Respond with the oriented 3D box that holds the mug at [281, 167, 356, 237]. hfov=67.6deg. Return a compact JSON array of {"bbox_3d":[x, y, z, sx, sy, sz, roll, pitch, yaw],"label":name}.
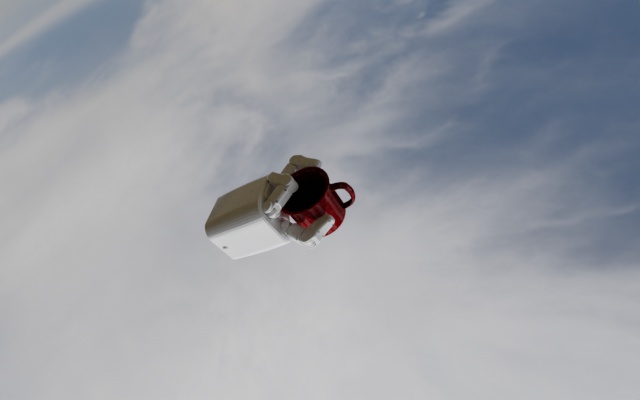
[{"bbox_3d":[0.002,0.002,0.765,0.117,0.093,0.081,-20,-44,18],"label":"mug"}]
